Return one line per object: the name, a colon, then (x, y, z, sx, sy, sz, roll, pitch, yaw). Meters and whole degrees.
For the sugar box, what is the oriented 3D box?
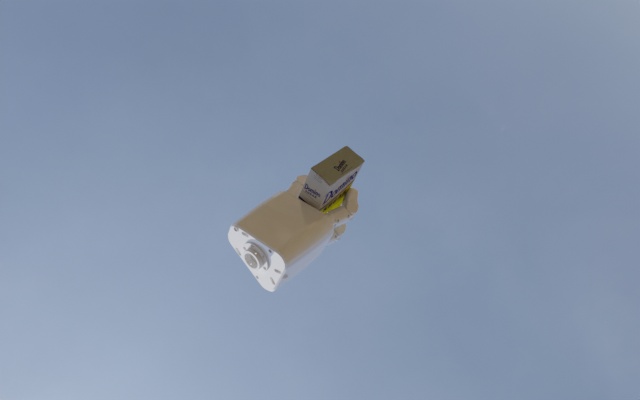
sugar box: (0.000, 0.003, 0.760, 0.093, 0.048, 0.176, -36, -17, -41)
